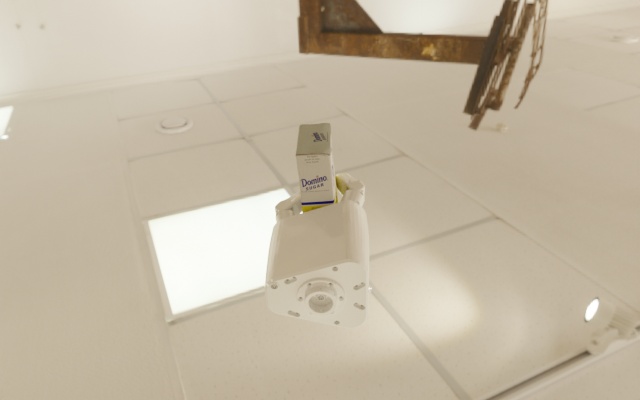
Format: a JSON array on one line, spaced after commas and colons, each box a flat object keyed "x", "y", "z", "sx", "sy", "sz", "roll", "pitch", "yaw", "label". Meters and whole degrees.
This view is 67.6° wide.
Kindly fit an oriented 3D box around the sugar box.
[{"x": 0.001, "y": 0.002, "z": 0.597, "sx": 0.048, "sy": 0.176, "sz": 0.093, "roll": -2, "pitch": 31, "yaw": 2, "label": "sugar box"}]
